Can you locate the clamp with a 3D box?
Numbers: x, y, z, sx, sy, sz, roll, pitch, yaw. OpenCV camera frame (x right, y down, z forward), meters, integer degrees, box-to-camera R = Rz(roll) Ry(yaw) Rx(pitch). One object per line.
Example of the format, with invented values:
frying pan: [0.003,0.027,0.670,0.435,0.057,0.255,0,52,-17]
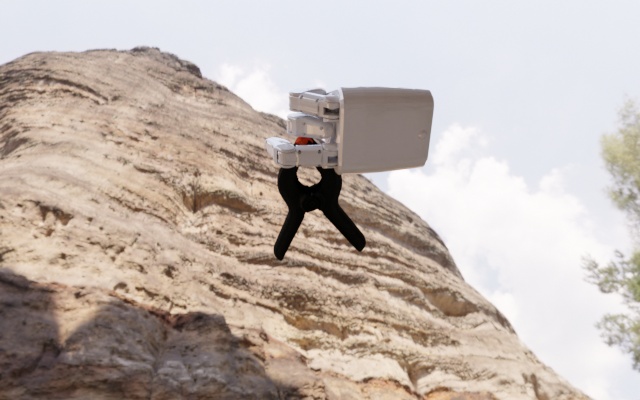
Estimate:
clamp: [0.000,0.002,0.595,0.120,0.172,0.039,-2,29,-7]
